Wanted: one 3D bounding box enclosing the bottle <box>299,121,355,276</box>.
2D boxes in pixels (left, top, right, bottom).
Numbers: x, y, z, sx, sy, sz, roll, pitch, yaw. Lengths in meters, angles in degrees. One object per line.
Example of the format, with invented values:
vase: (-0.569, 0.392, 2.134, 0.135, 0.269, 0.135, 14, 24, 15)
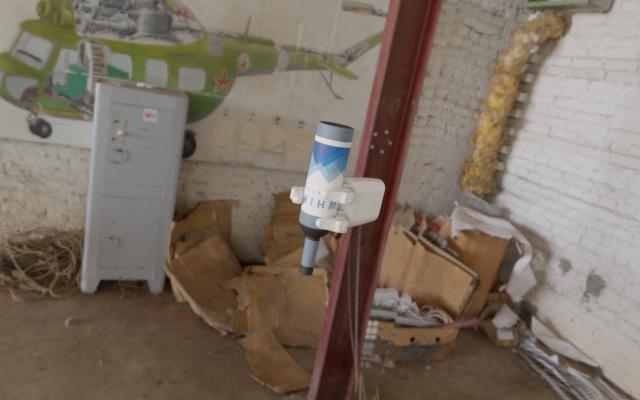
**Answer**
bottle: (0.000, 0.003, 0.899, 0.069, 0.296, 0.069, 11, 15, -3)
